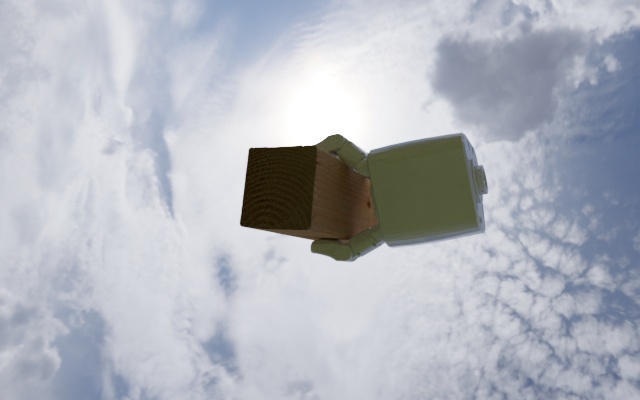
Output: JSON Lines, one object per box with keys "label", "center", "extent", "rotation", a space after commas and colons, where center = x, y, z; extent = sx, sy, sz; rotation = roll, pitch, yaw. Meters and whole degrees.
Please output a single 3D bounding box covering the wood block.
{"label": "wood block", "center": [0.000, 0.002, 0.592], "extent": [0.090, 0.091, 0.206], "rotation": [1, -9, 27]}
